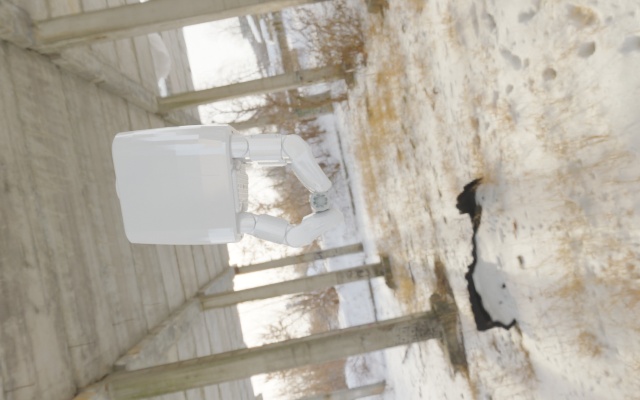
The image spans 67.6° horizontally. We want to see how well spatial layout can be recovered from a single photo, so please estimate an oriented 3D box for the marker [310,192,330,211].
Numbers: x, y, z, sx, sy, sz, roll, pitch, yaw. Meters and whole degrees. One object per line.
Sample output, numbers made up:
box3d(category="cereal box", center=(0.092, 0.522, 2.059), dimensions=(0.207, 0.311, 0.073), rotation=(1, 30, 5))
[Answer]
box3d(category="marker", center=(0.000, 0.002, 0.497), dimensions=(0.020, 0.020, 0.121), rotation=(0, -1, 0))
